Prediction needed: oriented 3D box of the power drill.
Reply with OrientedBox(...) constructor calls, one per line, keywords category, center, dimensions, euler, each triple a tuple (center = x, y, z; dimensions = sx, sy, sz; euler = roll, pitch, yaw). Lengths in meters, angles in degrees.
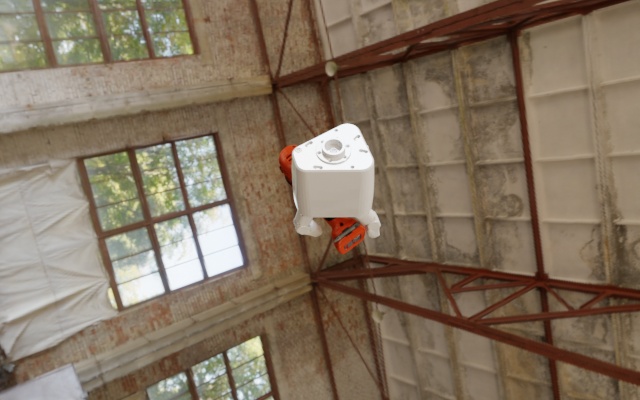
OrientedBox(category="power drill", center=(0.000, 0.003, 0.827), dimensions=(0.057, 0.187, 0.184), euler=(-38, -12, -2))
